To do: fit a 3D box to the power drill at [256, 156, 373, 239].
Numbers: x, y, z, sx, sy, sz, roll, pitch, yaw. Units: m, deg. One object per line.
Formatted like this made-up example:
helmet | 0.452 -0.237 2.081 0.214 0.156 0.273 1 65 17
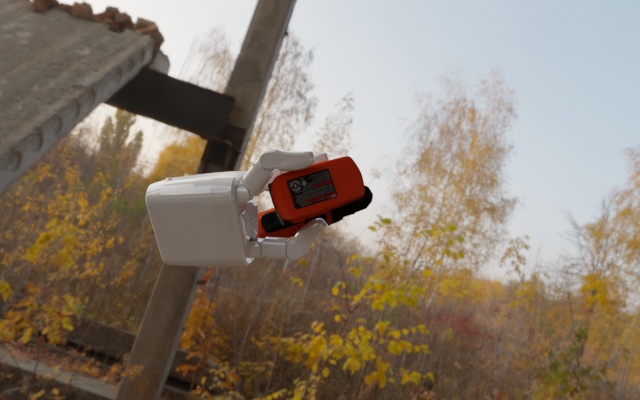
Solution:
power drill | 0.000 0.002 0.623 0.184 0.057 0.188 -19 -11 -12
